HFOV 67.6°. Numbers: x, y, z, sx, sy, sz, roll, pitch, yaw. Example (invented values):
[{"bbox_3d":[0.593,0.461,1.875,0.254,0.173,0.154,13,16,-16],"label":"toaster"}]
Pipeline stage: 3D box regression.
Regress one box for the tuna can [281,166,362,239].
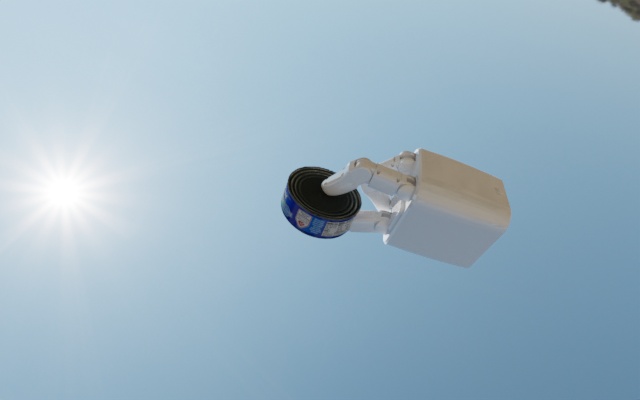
[{"bbox_3d":[0.000,0.002,0.531,0.086,0.034,0.086,15,39,-12],"label":"tuna can"}]
